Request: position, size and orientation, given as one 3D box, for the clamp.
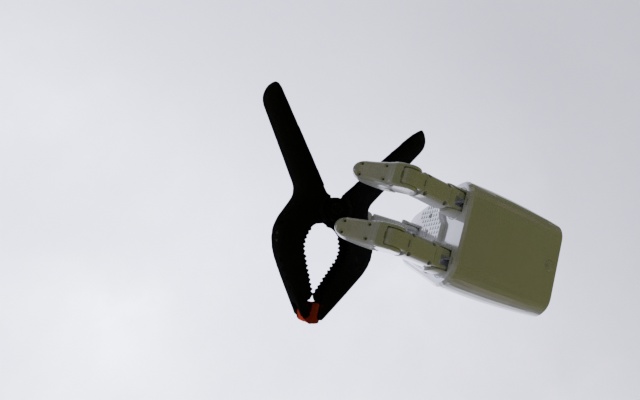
[{"bbox_3d":[0.000,0.002,0.434,0.164,0.210,0.036,22,-13,-14],"label":"clamp"}]
